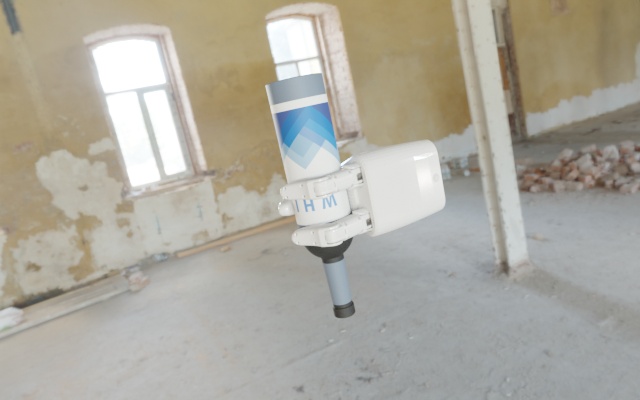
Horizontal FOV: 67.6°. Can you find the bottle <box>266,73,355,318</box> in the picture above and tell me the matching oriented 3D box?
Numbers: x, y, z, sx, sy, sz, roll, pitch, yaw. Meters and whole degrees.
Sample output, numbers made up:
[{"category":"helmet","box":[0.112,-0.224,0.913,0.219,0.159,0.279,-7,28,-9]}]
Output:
[{"category":"bottle","box":[0.000,0.002,0.575,0.069,0.296,0.069,-12,11,2]}]
